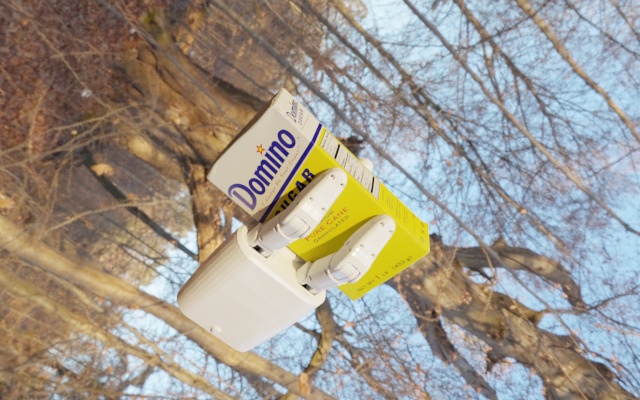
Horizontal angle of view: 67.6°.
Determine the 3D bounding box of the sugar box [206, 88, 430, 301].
[{"bbox_3d":[0.000,0.002,0.403,0.093,0.176,0.048,-41,20,29],"label":"sugar box"}]
